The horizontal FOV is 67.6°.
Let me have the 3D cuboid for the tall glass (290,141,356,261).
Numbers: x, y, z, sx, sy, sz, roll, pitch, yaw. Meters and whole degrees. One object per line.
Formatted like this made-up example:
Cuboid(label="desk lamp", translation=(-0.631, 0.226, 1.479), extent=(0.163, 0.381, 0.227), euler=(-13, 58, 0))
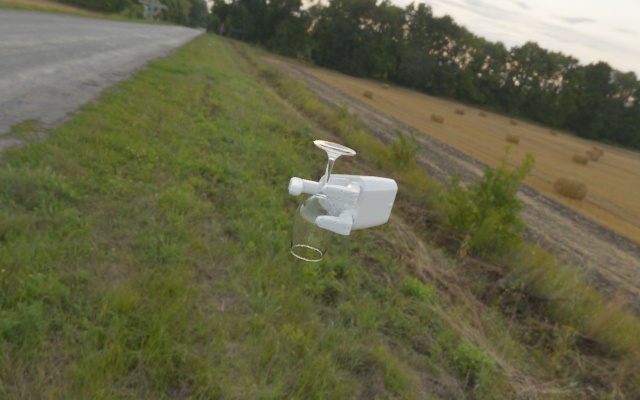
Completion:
Cuboid(label="tall glass", translation=(0.000, 0.002, 0.834), extent=(0.079, 0.201, 0.079), euler=(14, 16, -4))
